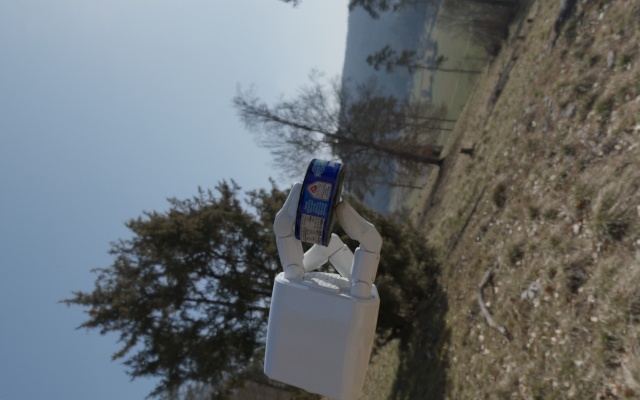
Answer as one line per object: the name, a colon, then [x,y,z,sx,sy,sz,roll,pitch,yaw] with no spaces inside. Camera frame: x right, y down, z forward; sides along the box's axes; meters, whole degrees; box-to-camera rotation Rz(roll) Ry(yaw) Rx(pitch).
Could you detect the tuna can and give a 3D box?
tuna can: [0.000,0.001,0.479,0.034,0.086,0.086,12,1,6]
